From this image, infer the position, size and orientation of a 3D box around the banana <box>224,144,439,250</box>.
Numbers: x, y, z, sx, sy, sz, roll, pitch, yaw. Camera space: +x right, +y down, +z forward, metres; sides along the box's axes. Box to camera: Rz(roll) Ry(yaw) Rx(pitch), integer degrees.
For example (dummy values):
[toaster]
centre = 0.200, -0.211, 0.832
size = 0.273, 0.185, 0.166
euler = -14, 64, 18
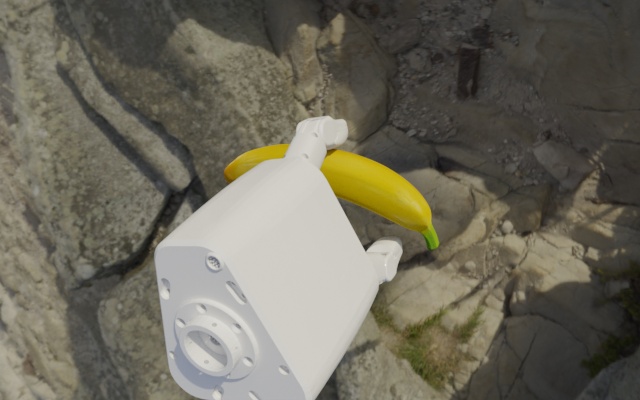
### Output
[banana]
centre = 0.006, -0.012, 0.390
size = 0.198, 0.070, 0.037
euler = 19, 38, 14
